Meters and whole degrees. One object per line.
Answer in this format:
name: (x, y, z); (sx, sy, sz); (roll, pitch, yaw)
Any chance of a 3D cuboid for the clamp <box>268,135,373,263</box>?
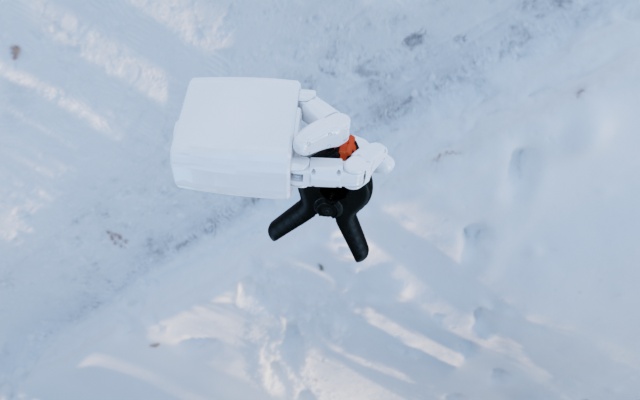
clamp: (0.000, 0.002, 0.515); (0.120, 0.172, 0.039); (4, 43, 1)
